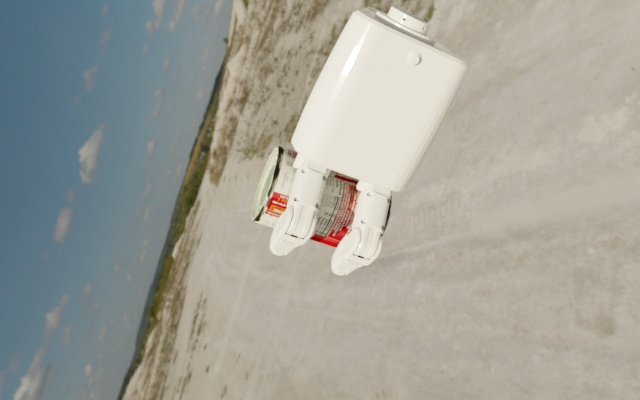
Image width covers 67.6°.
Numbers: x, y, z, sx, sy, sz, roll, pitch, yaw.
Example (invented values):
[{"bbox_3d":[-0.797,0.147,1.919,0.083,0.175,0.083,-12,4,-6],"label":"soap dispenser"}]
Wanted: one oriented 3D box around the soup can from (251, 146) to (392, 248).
[{"bbox_3d":[0.000,0.002,0.407,0.102,0.068,0.068,19,-5,-15],"label":"soup can"}]
